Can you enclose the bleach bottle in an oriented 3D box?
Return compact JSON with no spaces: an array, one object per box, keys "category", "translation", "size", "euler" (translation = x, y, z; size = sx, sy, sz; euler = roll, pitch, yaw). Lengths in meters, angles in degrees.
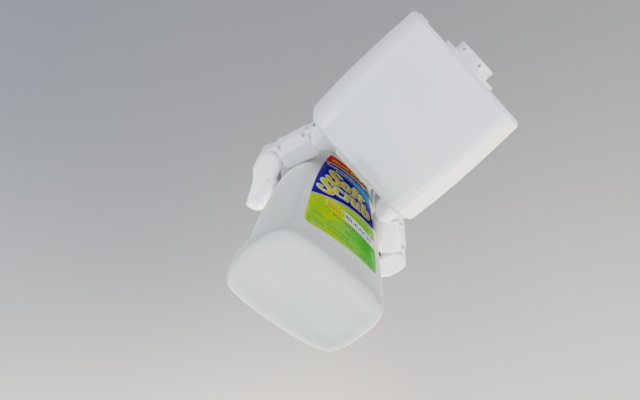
[{"category":"bleach bottle","translation":[0.000,0.001,0.404],"size":[0.102,0.068,0.250],"euler":[40,24,-17]}]
